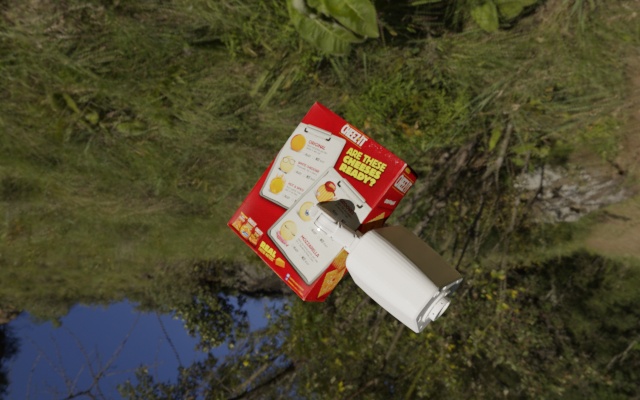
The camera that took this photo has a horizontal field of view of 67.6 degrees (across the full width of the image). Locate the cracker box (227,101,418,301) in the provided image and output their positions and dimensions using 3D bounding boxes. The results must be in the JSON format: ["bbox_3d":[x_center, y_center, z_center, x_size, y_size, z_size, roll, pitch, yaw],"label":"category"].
[{"bbox_3d":[0.000,0.002,0.646,0.164,0.214,0.072,40,6,27],"label":"cracker box"}]
